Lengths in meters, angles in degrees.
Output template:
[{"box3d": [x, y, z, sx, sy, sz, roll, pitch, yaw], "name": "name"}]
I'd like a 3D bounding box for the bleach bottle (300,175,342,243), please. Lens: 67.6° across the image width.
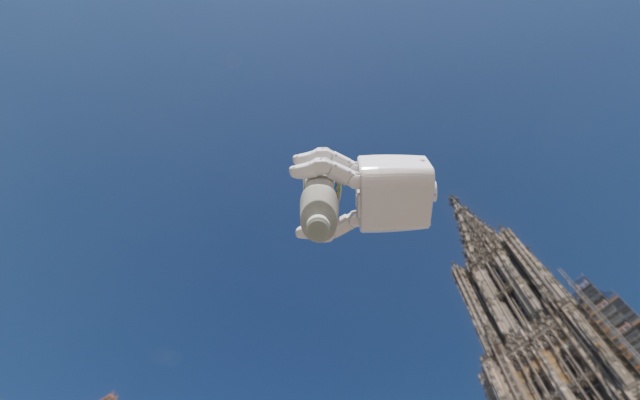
[{"box3d": [0.000, 0.002, 0.726, 0.068, 0.103, 0.250, -1, 21, 2], "name": "bleach bottle"}]
